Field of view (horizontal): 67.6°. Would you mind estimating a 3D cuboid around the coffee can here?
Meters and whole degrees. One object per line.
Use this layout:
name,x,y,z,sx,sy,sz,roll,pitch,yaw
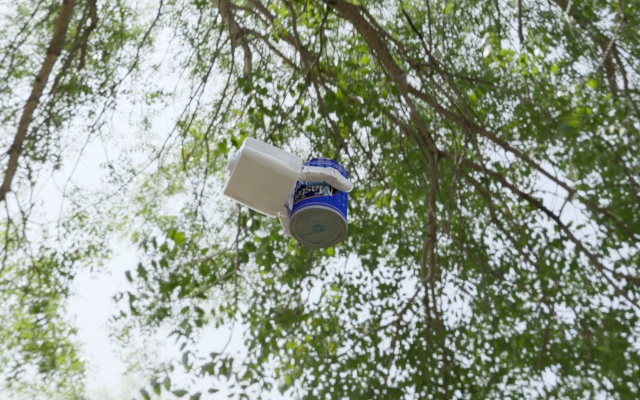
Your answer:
coffee can,0.000,0.003,0.883,0.103,0.103,0.140,0,43,5
